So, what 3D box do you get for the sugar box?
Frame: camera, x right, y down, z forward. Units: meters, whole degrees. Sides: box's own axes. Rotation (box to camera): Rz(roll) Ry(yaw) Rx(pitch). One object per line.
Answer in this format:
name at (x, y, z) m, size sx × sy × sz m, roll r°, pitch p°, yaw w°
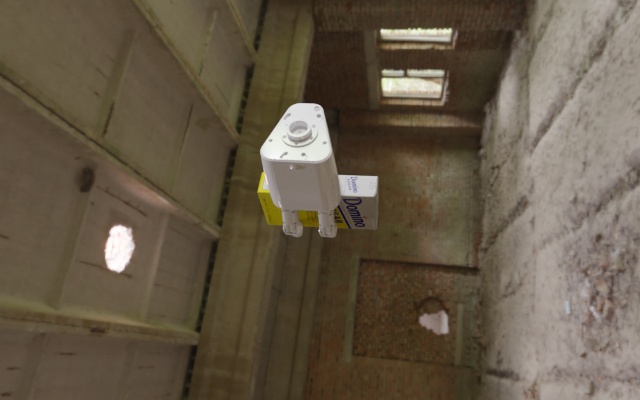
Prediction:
sugar box at (0.000, 0.003, 0.734) m, size 0.176 × 0.048 × 0.093 m, roll 4°, pitch -34°, yaw 10°
